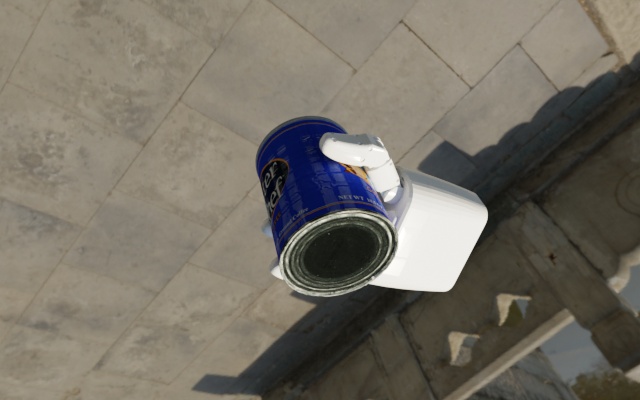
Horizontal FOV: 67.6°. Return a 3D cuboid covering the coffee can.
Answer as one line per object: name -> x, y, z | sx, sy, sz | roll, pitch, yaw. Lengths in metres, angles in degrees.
coffee can -> 0.000, 0.001, 0.442 | 0.103, 0.103, 0.140 | 0, 40, -18
